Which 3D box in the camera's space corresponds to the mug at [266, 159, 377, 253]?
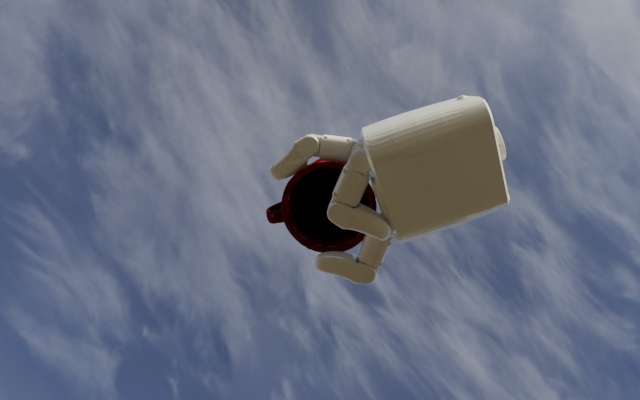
[{"bbox_3d":[-0.001,0.002,0.503,0.117,0.093,0.081,-16,12,9],"label":"mug"}]
